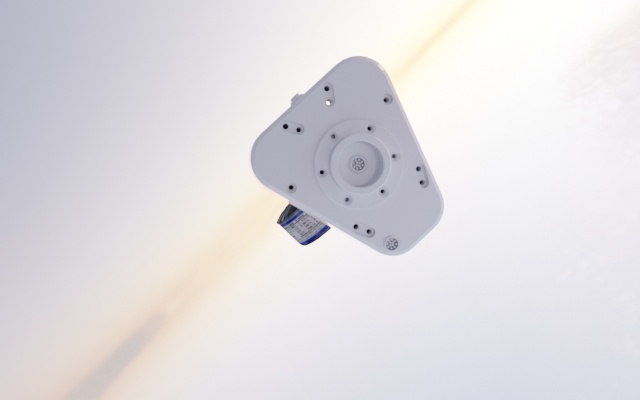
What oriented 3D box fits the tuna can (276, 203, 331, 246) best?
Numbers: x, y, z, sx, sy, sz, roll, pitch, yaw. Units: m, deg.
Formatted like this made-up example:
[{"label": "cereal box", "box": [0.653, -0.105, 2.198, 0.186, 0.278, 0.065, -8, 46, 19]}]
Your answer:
[{"label": "tuna can", "box": [0.000, 0.002, 0.448, 0.034, 0.086, 0.086, 44, -9, -9]}]
